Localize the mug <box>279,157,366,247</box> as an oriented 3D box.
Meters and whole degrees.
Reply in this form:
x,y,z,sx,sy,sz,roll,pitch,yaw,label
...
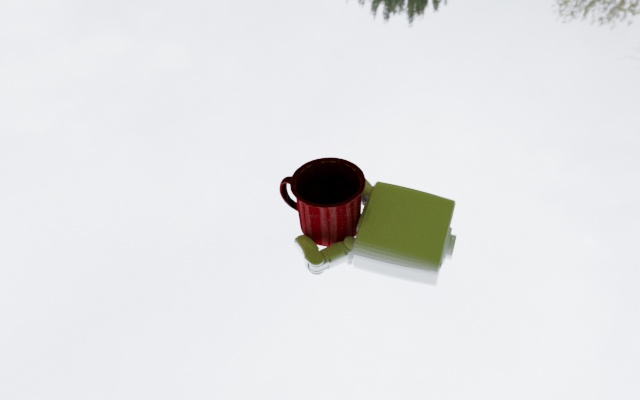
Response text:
x,y,z,sx,sy,sz,roll,pitch,yaw,label
-0.001,0.002,0.614,0.117,0.082,0.093,14,47,19,mug
